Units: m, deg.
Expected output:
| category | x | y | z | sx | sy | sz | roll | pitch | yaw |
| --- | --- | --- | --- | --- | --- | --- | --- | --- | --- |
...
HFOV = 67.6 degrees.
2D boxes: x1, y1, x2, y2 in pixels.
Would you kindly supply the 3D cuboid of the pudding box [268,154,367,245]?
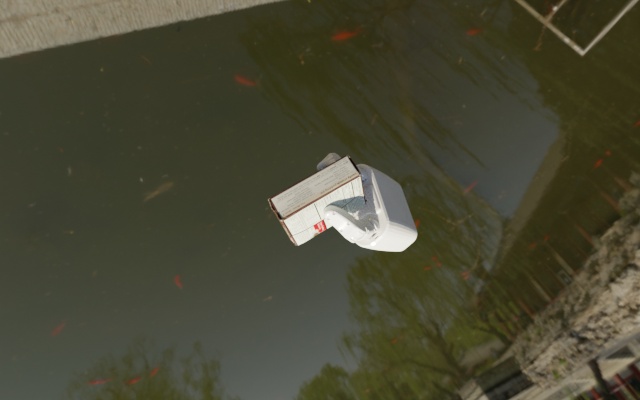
| category | x | y | z | sx | sy | sz | roll | pitch | yaw |
| --- | --- | --- | --- | --- | --- | --- | --- | --- | --- |
| pudding box | 0.000 | 0.002 | 0.598 | 0.113 | 0.039 | 0.090 | -31 | -27 | -6 |
